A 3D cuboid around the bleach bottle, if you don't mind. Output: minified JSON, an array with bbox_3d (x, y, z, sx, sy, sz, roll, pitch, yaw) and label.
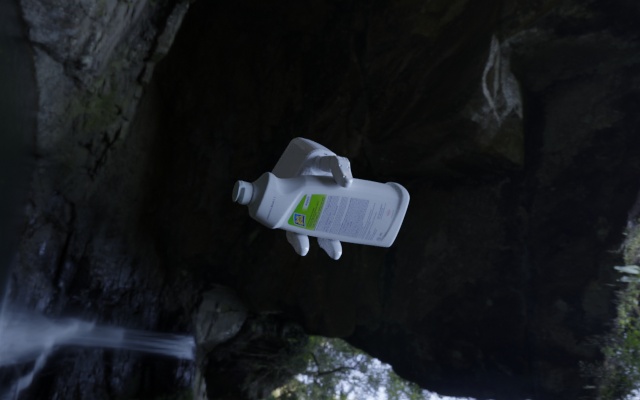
[{"bbox_3d":[0.000,0.002,0.691,0.251,0.102,0.068,11,15,-25],"label":"bleach bottle"}]
